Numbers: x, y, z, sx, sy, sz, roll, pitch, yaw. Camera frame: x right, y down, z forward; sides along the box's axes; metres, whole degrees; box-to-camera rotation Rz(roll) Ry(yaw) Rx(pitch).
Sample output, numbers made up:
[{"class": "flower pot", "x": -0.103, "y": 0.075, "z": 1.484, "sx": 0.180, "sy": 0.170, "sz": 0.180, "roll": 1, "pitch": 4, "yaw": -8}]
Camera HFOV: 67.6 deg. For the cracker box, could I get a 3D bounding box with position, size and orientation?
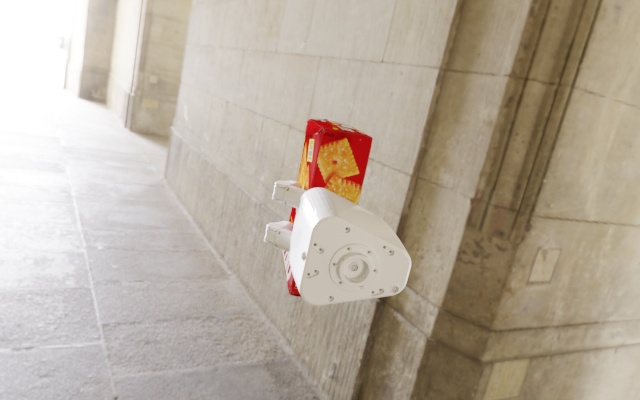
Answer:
[{"class": "cracker box", "x": 0.000, "y": 0.002, "z": 0.650, "sx": 0.072, "sy": 0.214, "sz": 0.164, "roll": 10, "pitch": 13, "yaw": -10}]
